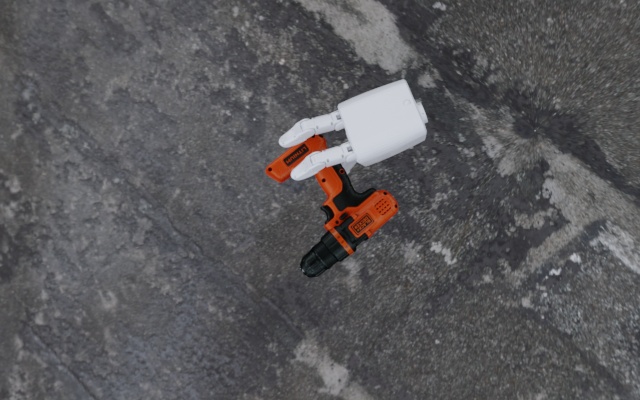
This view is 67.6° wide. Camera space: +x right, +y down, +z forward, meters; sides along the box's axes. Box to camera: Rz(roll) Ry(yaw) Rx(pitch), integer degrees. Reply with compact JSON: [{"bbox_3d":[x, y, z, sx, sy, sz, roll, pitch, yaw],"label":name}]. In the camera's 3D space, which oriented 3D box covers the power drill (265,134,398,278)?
[{"bbox_3d":[0.000,0.002,0.747,0.184,0.187,0.057,-39,0,-4],"label":"power drill"}]
